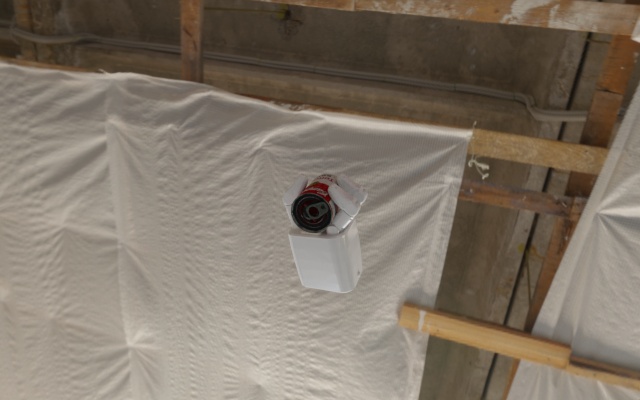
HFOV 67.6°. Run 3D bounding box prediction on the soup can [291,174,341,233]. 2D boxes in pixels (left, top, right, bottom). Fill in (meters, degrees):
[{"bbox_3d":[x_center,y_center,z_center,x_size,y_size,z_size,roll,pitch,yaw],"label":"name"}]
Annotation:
[{"bbox_3d":[0.000,0.002,0.787,0.068,0.068,0.102,0,21,18],"label":"soup can"}]
